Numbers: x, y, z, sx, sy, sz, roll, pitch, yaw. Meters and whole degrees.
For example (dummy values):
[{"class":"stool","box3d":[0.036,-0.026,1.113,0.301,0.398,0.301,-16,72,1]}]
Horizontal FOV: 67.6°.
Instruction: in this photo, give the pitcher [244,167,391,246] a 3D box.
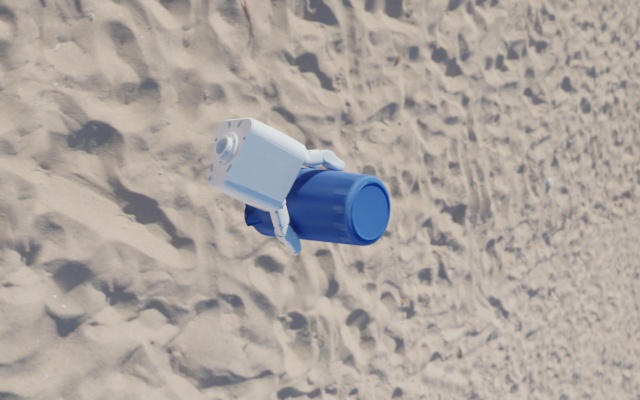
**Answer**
[{"class":"pitcher","box3d":[0.000,0.003,0.803,0.243,0.149,0.145,6,-17,46]}]
